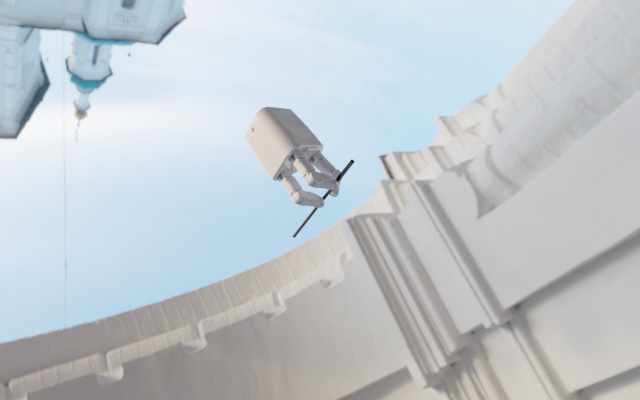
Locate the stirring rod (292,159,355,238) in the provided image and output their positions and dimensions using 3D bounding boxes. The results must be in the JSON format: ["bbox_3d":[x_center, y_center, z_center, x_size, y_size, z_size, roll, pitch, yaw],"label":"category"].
[{"bbox_3d":[0.000,0.003,0.895,0.011,0.011,0.240,0,-36,-34],"label":"stirring rod"}]
